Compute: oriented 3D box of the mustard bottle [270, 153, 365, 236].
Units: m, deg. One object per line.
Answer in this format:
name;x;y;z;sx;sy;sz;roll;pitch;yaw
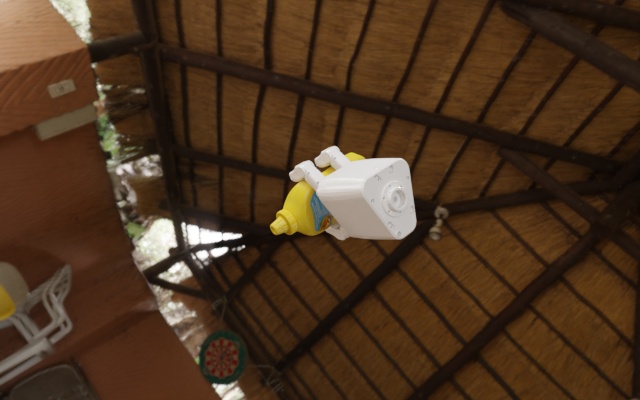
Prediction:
mustard bottle;0.000;0.002;0.777;0.191;0.096;0.058;-31;40;-29
